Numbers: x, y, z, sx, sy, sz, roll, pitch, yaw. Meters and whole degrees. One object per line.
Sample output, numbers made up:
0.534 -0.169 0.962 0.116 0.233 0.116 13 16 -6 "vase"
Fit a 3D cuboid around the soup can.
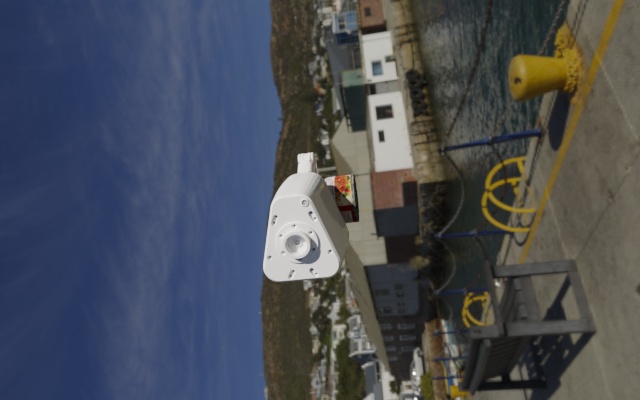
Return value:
0.000 0.002 0.670 0.102 0.068 0.068 -7 -1 8 "soup can"
